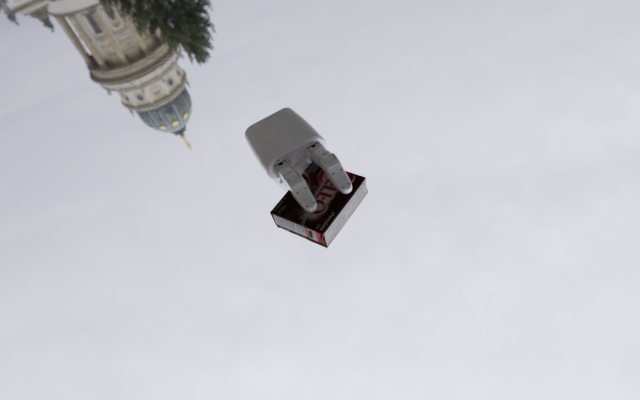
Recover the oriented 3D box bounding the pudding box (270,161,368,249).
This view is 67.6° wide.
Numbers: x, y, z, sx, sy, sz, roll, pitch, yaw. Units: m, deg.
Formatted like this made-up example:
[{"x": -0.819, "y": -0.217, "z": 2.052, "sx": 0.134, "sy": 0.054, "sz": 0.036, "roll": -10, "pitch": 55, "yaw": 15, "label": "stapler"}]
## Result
[{"x": 0.000, "y": 0.002, "z": 0.663, "sx": 0.090, "sy": 0.113, "sz": 0.039, "roll": 20, "pitch": -31, "yaw": 30, "label": "pudding box"}]
